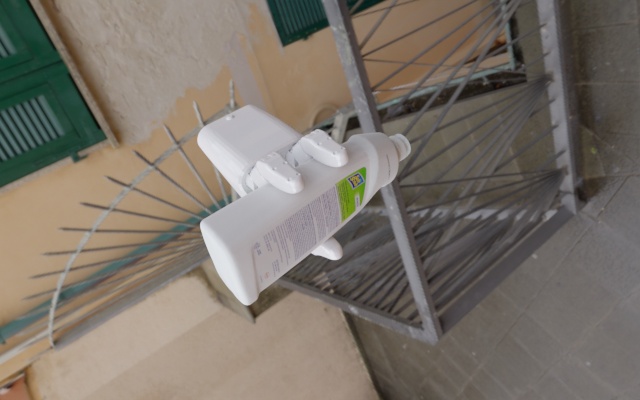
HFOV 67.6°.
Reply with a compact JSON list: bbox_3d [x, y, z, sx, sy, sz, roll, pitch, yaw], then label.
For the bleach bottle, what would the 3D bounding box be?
[{"bbox_3d":[0.000,0.002,0.518,0.250,0.103,0.068,-32,50,-24],"label":"bleach bottle"}]
